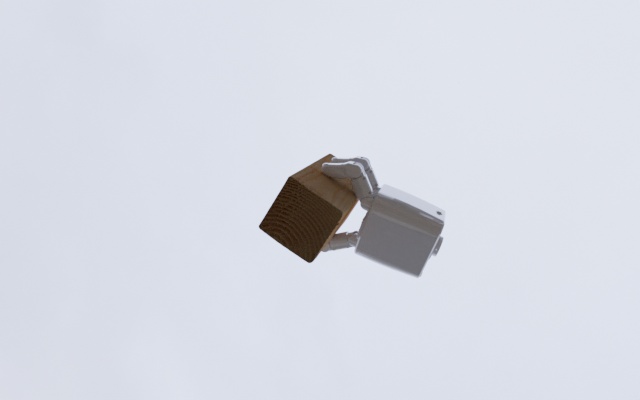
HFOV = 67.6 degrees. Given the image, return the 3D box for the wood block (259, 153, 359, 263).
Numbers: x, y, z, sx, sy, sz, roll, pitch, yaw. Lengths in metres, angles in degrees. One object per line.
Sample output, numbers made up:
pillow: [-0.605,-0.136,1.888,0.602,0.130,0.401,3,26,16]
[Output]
wood block: [0.000,0.003,0.723,0.090,0.091,0.206,34,20,6]
